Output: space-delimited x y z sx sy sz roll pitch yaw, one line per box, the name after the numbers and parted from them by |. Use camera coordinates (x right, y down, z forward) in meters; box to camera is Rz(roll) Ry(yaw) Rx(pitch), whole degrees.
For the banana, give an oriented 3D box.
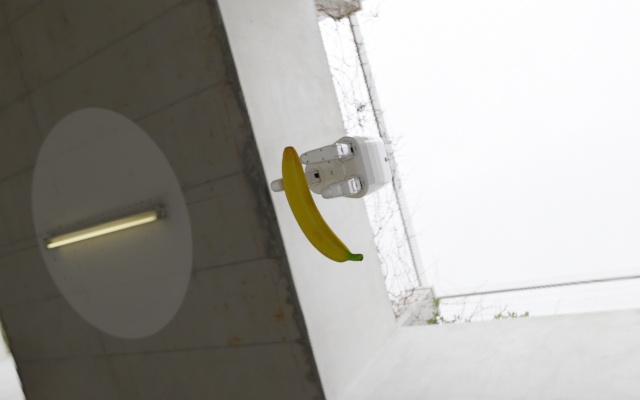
-0.010 0.016 0.690 0.070 0.197 0.037 -42 -15 32 | banana
